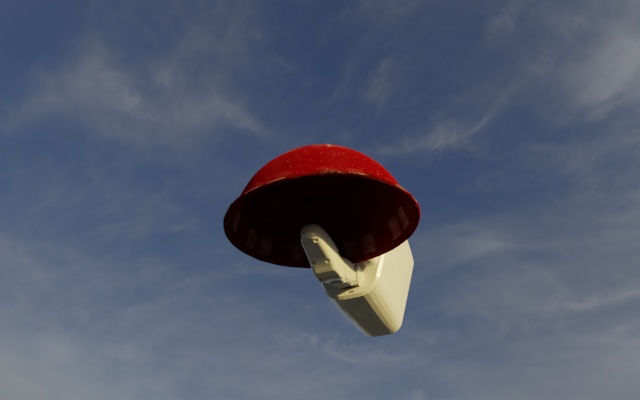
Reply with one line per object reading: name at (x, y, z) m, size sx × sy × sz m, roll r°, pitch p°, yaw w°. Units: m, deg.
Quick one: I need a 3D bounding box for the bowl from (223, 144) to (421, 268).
bowl at (0.000, 0.000, 0.407) m, size 0.162 × 0.055 × 0.162 m, roll -3°, pitch -31°, yaw -2°
